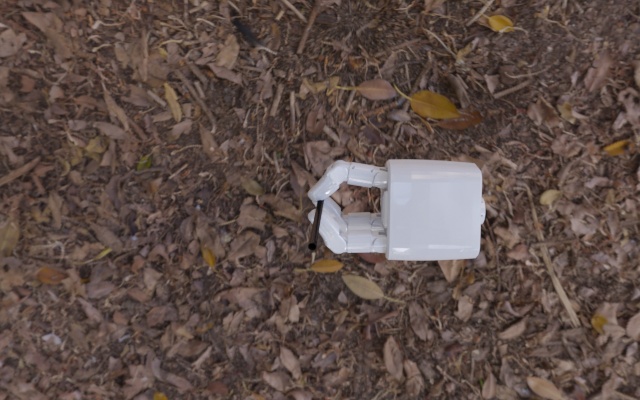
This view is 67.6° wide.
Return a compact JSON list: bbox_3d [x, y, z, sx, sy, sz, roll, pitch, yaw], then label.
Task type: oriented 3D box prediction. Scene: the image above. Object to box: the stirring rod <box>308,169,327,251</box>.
[{"bbox_3d":[0.000,0.002,0.573,0.011,0.011,0.239,0,21,4],"label":"stirring rod"}]
